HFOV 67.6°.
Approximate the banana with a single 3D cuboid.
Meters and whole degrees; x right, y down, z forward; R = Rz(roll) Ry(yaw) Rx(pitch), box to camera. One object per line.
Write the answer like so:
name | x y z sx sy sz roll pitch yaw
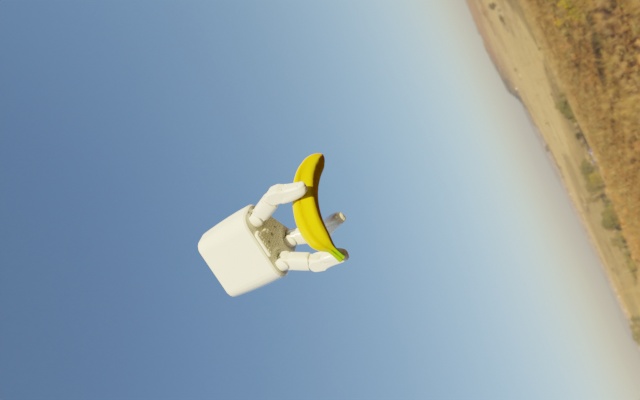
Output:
banana | -0.012 -0.002 0.697 0.037 0.197 0.070 -32 -41 29
